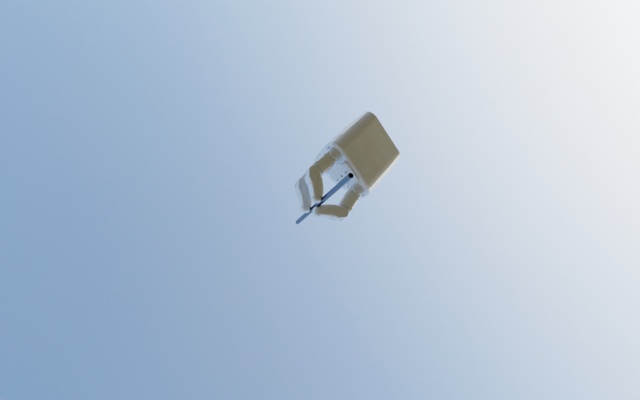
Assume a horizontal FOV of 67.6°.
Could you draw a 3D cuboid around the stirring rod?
[{"bbox_3d":[0.000,0.002,0.762,0.011,0.011,0.239,0,-18,-21],"label":"stirring rod"}]
